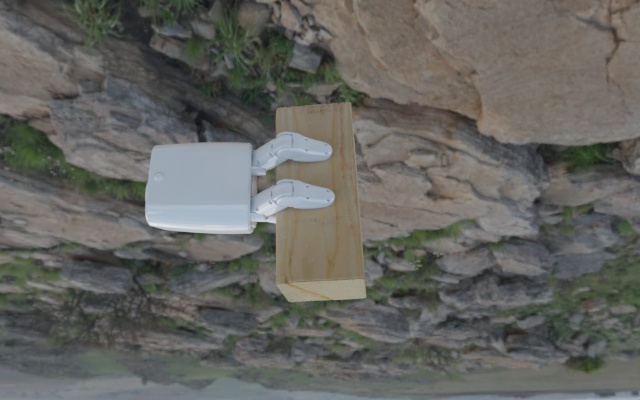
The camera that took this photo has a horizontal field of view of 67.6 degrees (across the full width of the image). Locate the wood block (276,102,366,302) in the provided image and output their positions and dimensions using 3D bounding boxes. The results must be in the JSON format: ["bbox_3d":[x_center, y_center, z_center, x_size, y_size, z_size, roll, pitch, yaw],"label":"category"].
[{"bbox_3d":[0.000,0.002,0.543,0.090,0.206,0.091,-4,-24,4],"label":"wood block"}]
